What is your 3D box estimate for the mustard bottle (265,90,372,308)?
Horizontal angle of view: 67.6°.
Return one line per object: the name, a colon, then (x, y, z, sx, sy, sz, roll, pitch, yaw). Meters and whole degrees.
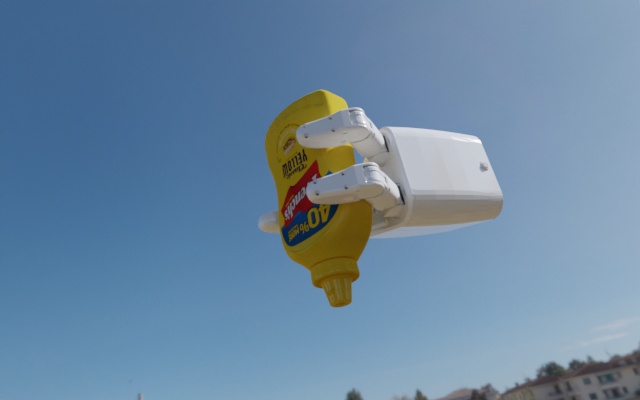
mustard bottle: (0.000, 0.001, 0.431, 0.058, 0.191, 0.096, 16, -38, -43)
